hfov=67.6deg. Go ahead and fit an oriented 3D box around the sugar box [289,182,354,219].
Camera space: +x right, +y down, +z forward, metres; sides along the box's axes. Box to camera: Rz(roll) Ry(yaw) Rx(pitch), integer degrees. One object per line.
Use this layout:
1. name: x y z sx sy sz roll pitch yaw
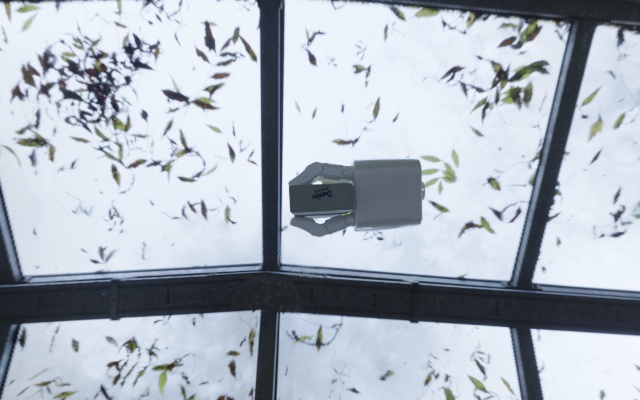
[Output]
1. sugar box: 0.000 0.002 0.755 0.093 0.048 0.176 -3 -7 -2
